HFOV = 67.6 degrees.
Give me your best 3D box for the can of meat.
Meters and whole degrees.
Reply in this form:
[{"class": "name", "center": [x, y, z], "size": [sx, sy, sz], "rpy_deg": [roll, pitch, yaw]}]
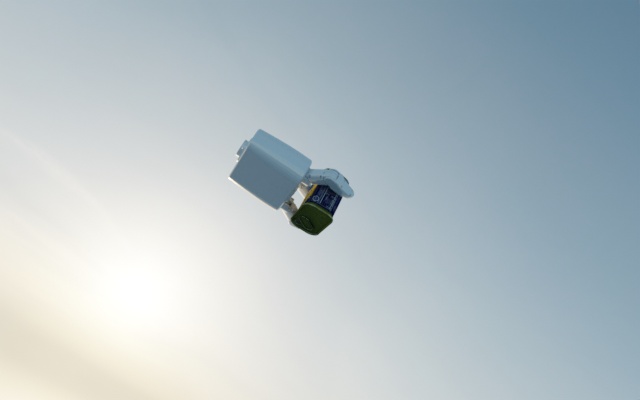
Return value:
[{"class": "can of meat", "center": [0.000, 0.002, 0.829], "size": [0.057, 0.084, 0.102], "rpy_deg": [32, -30, -7]}]
